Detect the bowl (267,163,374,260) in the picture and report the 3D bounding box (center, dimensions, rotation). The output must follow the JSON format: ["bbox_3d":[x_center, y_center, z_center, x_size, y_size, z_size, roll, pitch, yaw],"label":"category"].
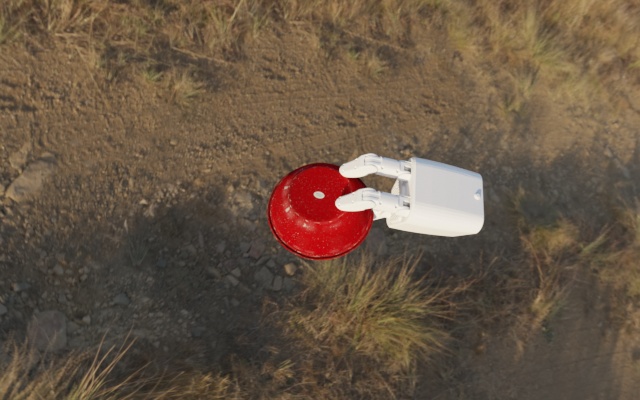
[{"bbox_3d":[-0.001,0.002,0.698,0.162,0.162,0.055,0,-26,1],"label":"bowl"}]
